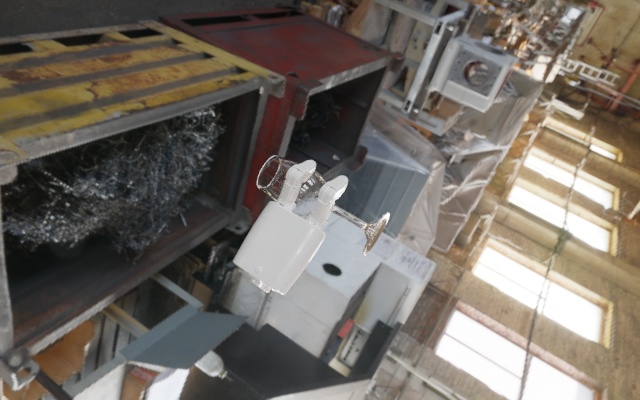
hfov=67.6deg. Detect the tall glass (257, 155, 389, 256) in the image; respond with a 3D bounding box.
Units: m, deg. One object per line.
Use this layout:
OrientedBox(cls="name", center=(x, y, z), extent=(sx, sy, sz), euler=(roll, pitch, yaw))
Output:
OrientedBox(cls="tall glass", center=(0.001, 0.003, 0.733), extent=(0.201, 0.079, 0.079), euler=(30, 9, 16))
